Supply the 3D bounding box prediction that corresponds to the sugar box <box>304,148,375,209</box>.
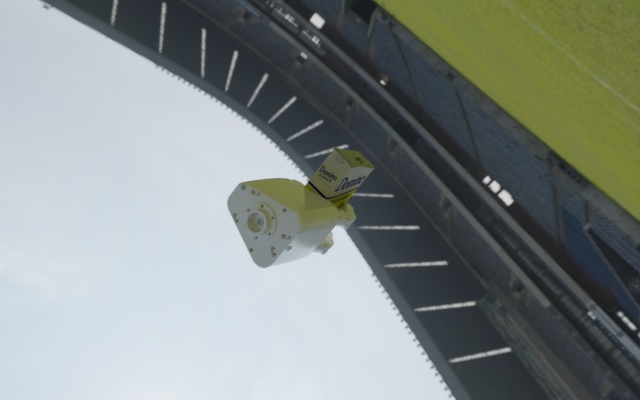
[{"bbox_3d":[0.000,0.003,0.721,0.048,0.176,0.093,47,21,17],"label":"sugar box"}]
